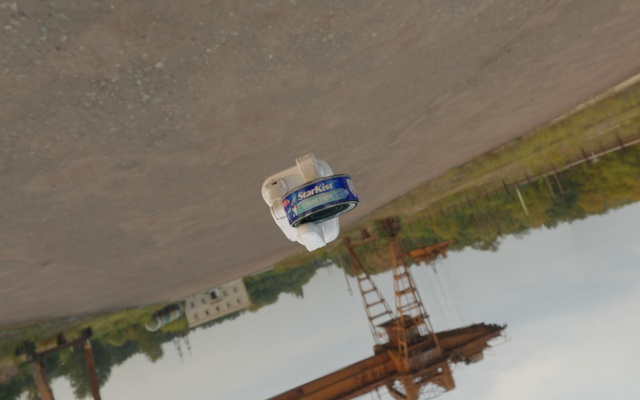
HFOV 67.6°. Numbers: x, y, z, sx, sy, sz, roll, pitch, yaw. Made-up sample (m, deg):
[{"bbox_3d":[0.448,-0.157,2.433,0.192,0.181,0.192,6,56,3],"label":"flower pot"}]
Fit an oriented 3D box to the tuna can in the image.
[{"bbox_3d":[0.000,0.002,0.550,0.086,0.033,0.086,-18,-12,-4],"label":"tuna can"}]
